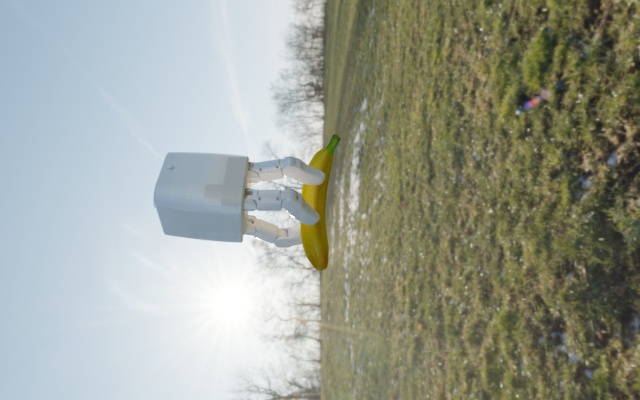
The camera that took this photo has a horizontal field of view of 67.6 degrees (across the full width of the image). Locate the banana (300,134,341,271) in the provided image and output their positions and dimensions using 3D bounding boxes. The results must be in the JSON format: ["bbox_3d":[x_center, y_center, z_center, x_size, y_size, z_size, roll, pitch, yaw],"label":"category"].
[{"bbox_3d":[-0.005,0.006,0.652,0.037,0.197,0.070,11,-26,-14],"label":"banana"}]
